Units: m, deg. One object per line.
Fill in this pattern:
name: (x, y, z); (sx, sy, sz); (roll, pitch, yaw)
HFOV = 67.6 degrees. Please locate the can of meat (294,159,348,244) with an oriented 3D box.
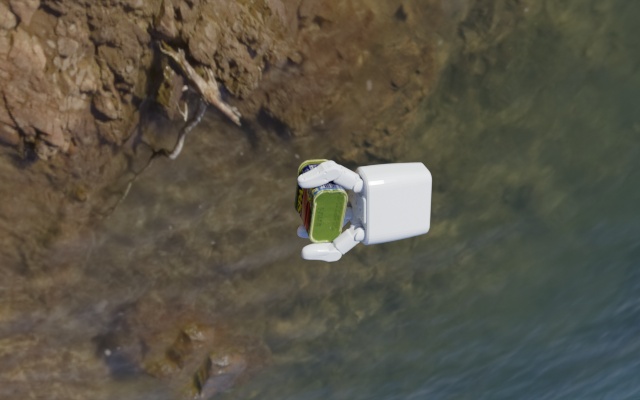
can of meat: (0.000, 0.002, 0.727); (0.057, 0.102, 0.084); (-4, 36, -17)
